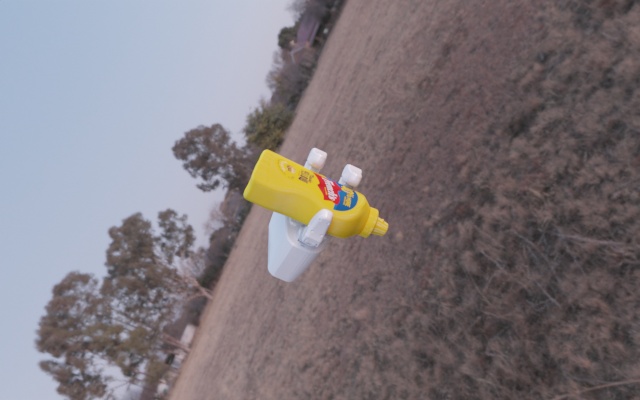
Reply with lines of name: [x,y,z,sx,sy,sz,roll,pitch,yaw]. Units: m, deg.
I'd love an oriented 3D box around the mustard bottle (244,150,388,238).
mustard bottle: [0.000,0.002,0.627,0.191,0.058,0.096,24,25,-8]
